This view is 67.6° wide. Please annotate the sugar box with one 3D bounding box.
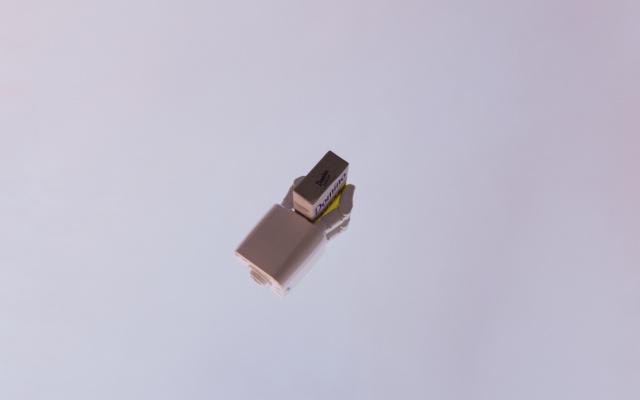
[{"bbox_3d":[0.000,0.003,0.786,0.048,0.093,0.176,36,-21,13],"label":"sugar box"}]
